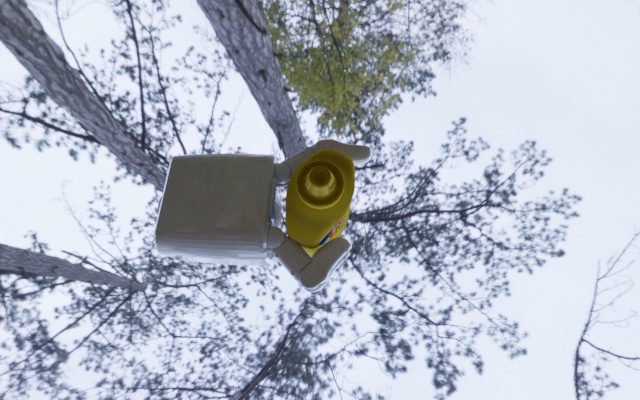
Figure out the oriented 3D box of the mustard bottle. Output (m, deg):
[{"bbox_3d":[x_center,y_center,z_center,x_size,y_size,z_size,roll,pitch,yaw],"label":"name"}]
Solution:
[{"bbox_3d":[0.000,0.002,0.471,0.058,0.096,0.192,26,-11,7],"label":"mustard bottle"}]
